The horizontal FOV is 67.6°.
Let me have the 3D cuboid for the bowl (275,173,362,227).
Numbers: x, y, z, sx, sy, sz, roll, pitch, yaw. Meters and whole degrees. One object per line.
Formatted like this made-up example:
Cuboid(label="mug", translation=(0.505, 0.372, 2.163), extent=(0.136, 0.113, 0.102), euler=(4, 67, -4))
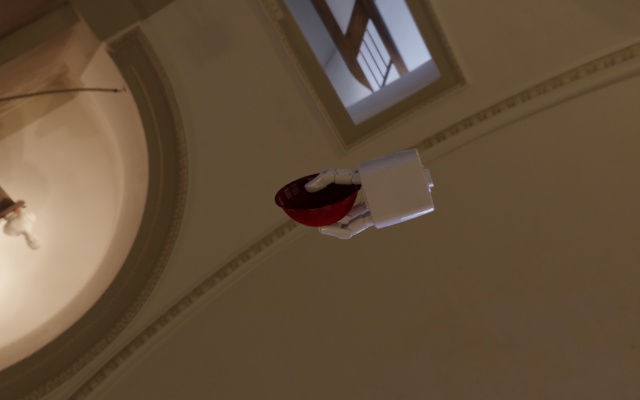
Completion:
Cuboid(label="bowl", translation=(-0.001, 0.003, 0.874), extent=(0.162, 0.055, 0.162), euler=(-10, 24, 4))
